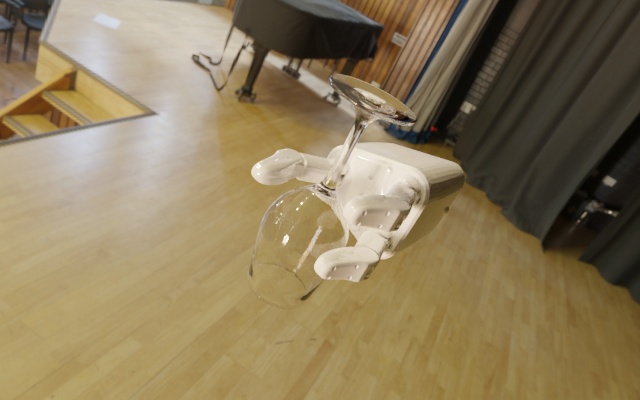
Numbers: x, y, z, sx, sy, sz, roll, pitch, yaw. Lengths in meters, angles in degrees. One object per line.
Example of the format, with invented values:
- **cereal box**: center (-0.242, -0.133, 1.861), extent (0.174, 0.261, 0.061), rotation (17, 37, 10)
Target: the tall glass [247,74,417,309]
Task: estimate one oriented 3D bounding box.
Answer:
- **tall glass**: center (0.000, 0.001, 0.406), extent (0.079, 0.201, 0.079), rotation (21, 28, -12)
